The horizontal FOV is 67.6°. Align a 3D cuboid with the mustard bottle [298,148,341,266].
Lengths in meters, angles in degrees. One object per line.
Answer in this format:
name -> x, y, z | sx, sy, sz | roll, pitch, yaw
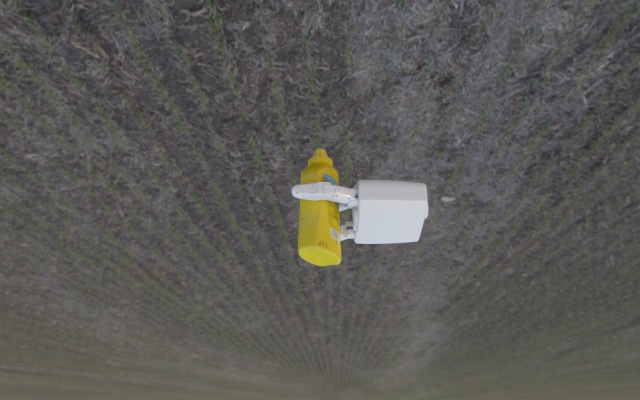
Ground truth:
mustard bottle -> 0.000, 0.003, 0.772 | 0.058, 0.191, 0.096 | -10, -26, 23
